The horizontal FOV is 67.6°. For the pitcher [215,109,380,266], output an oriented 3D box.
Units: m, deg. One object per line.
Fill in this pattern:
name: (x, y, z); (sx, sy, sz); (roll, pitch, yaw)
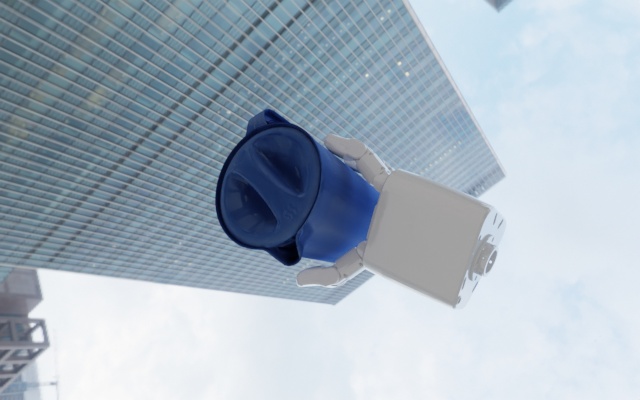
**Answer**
pitcher: (0.000, 0.002, 0.575); (0.145, 0.149, 0.243); (22, -2, 34)
